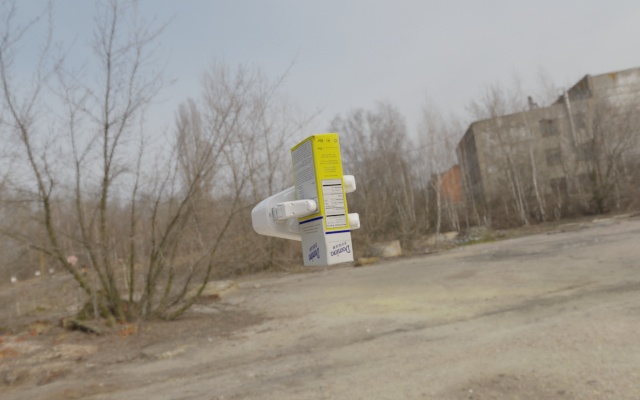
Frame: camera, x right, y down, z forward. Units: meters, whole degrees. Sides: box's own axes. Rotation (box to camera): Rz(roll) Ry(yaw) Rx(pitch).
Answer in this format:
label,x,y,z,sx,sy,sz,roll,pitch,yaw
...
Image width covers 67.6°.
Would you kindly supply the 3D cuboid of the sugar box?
label,x,y,z,sx,sy,sz,roll,pitch,yaw
sugar box,0.001,0.002,0.670,0.048,0.176,0.093,-7,-4,-23
